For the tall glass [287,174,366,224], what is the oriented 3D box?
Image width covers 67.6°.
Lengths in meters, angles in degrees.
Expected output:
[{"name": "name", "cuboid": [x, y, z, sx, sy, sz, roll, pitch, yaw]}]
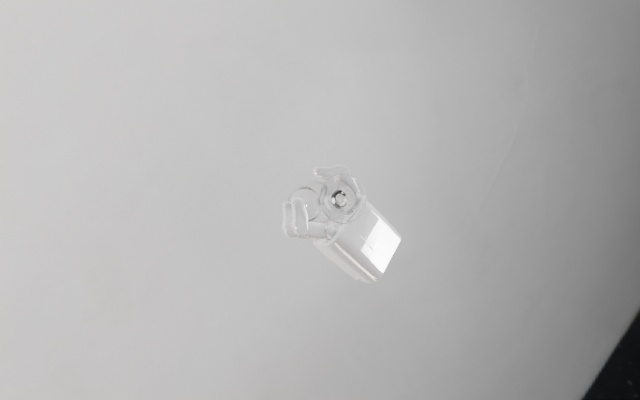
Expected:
[{"name": "tall glass", "cuboid": [0.000, 0.002, 0.793, 0.079, 0.079, 0.201, 0, -3, -20]}]
